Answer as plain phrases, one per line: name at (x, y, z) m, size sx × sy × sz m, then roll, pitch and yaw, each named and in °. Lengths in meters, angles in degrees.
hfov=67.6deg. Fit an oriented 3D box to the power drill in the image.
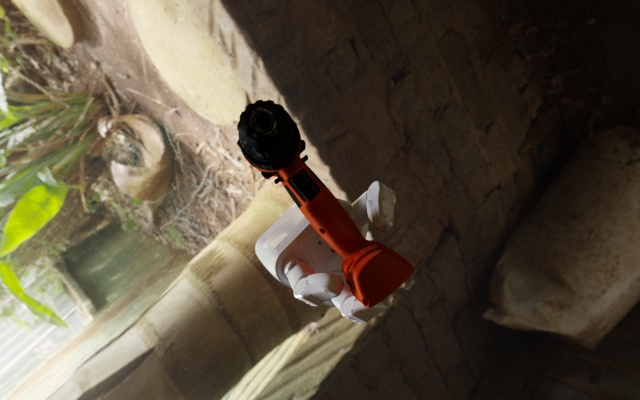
power drill at (0.000, 0.002, 0.418) m, size 0.057 × 0.187 × 0.184 m, roll -38°, pitch 0°, yaw -1°
